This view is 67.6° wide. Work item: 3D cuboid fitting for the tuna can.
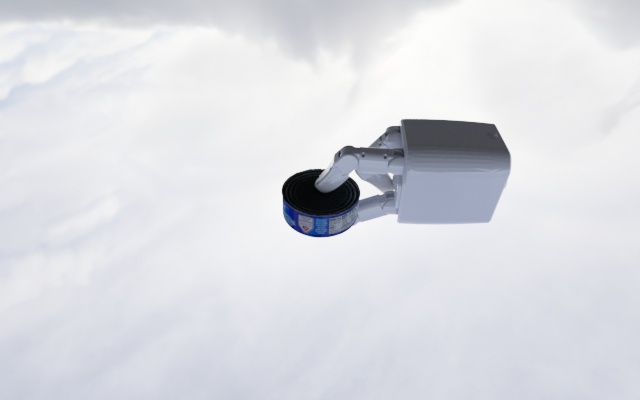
[{"bbox_3d":[0.000,0.002,0.526,0.086,0.034,0.086,1,38,-1],"label":"tuna can"}]
